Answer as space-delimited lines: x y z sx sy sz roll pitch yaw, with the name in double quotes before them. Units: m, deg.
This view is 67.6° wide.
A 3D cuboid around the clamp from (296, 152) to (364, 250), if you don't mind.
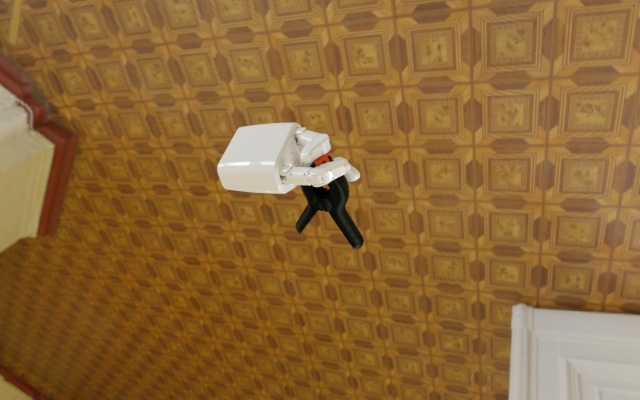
"clamp" 0.000 0.003 0.752 0.120 0.172 0.039 2 35 24
